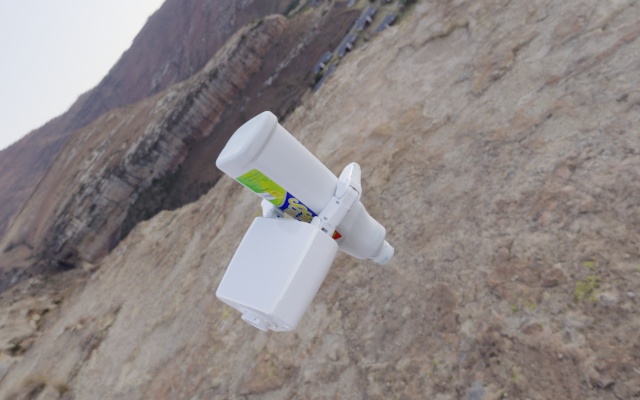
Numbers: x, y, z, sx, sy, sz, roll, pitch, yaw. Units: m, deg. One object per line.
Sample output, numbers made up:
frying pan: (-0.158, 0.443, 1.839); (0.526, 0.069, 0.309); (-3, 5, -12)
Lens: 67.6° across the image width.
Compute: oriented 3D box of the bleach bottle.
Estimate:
bleach bottle: (0.000, 0.002, 0.581); (0.251, 0.068, 0.102); (38, -24, -23)
